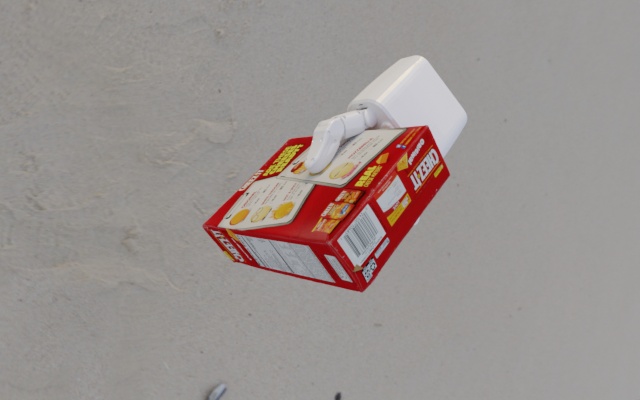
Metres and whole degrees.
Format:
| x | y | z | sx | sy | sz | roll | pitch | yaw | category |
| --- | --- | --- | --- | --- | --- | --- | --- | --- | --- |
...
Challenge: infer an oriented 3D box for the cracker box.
| x | y | z | sx | sy | sz | roll | pitch | yaw | category |
| --- | --- | --- | --- | --- | --- | --- | --- | --- | --- |
| 0.000 | 0.002 | 0.500 | 0.213 | 0.072 | 0.164 | 2 | 43 | 49 | cracker box |
